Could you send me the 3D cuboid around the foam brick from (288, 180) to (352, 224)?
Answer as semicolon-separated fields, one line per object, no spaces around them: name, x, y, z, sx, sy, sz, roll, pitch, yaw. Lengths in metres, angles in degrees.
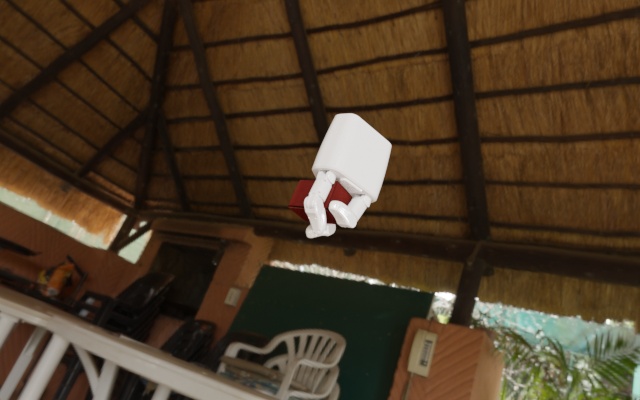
foam brick;0.000;0.002;0.757;0.078;0.051;0.053;4;-26;36
